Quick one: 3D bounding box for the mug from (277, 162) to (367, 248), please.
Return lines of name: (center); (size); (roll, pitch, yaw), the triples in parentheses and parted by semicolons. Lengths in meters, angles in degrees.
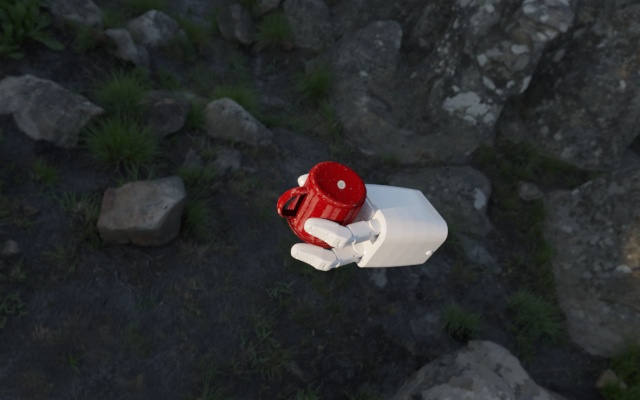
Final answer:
mug: (-0.001, 0.002, 0.635); (0.117, 0.093, 0.081); (3, -41, -25)
